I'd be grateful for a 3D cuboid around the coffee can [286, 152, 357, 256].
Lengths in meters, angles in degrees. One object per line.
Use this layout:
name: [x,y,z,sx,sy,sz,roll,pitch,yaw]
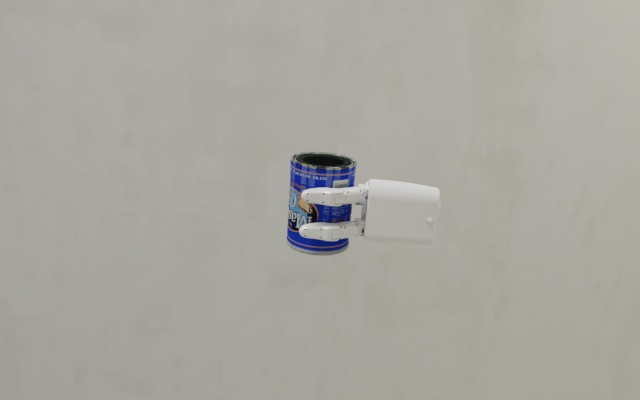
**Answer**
coffee can: [0.000,0.003,0.756,0.103,0.140,0.102,4,18,-1]
